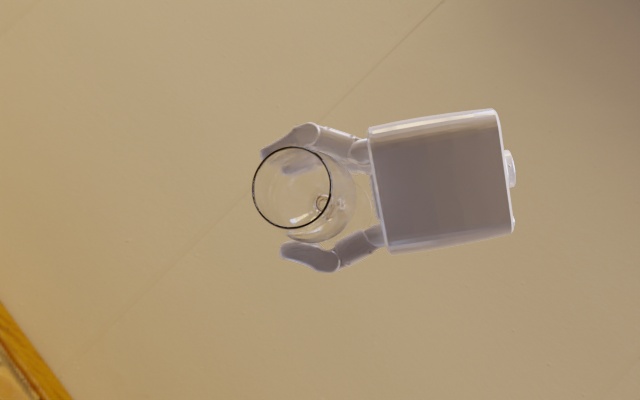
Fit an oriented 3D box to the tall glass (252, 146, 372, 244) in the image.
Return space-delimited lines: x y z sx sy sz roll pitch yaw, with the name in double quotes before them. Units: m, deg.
"tall glass" 0.000 0.002 0.444 0.079 0.079 0.201 0 -6 13
